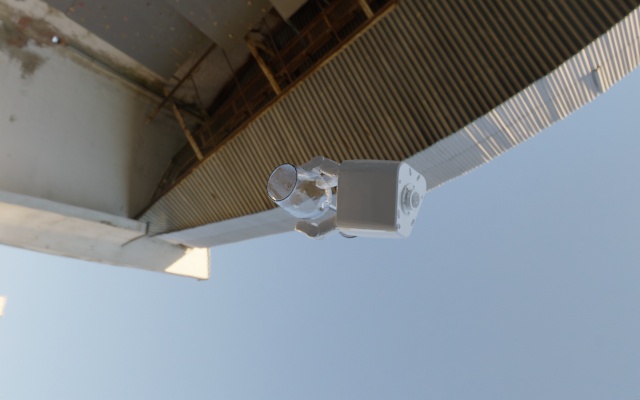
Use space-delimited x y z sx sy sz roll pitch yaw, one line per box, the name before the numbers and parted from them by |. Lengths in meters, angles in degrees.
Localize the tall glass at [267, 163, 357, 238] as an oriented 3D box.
tall glass | 0.000 0.003 0.796 0.079 0.079 0.201 0 -18 39
